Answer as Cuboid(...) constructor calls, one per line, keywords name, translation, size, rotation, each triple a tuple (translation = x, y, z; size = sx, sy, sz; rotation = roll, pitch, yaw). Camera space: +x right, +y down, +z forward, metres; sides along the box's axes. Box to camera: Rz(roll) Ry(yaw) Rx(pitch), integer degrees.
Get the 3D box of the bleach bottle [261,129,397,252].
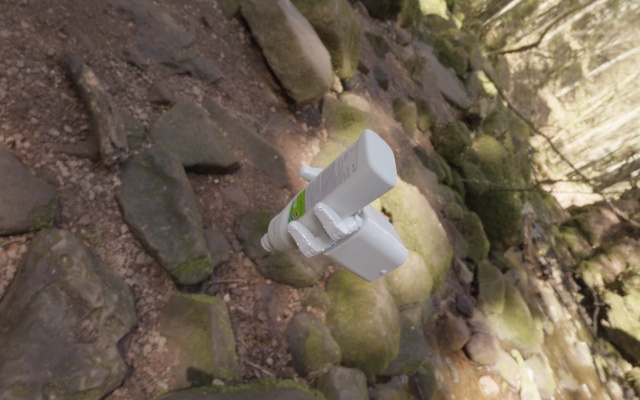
Cuboid(name="bleach bottle", translation=(0.000, 0.002, 0.736), size=(0.068, 0.102, 0.251), rotation=(37, -56, -27))
